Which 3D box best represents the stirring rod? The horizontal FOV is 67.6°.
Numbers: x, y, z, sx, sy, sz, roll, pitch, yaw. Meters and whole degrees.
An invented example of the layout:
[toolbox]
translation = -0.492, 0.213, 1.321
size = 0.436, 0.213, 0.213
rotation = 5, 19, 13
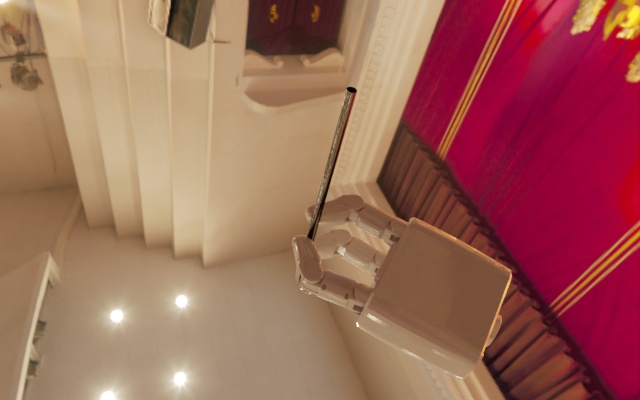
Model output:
[stirring rod]
translation = 0.000, 0.001, 0.434
size = 0.011, 0.011, 0.240
rotation = 0, -43, -15
